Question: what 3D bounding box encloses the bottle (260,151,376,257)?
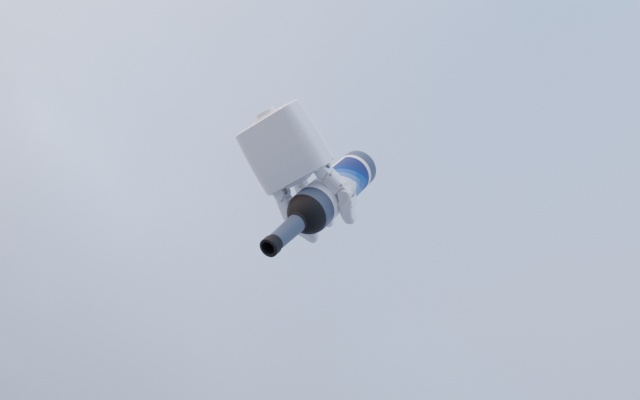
[{"bbox_3d":[0.000,0.002,0.739,0.069,0.069,0.295,0,24,31],"label":"bottle"}]
